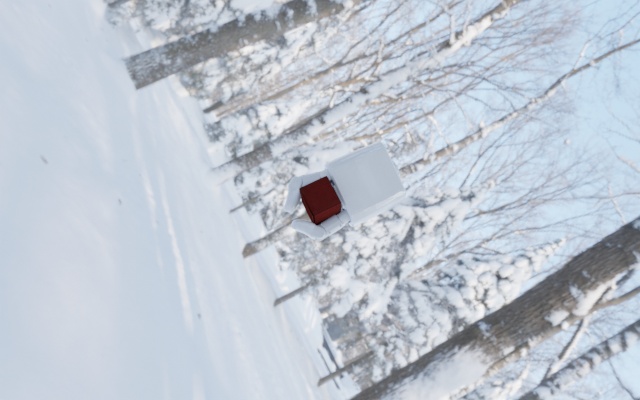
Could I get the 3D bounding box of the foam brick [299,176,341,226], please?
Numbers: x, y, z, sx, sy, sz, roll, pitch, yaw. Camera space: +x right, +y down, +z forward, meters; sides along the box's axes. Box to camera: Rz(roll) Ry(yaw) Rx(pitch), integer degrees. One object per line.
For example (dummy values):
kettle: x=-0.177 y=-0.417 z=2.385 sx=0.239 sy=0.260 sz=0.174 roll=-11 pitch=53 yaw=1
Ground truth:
foam brick: x=0.000 y=0.003 z=0.788 sx=0.051 sy=0.053 sz=0.078 roll=-25 pitch=-15 yaw=-6
